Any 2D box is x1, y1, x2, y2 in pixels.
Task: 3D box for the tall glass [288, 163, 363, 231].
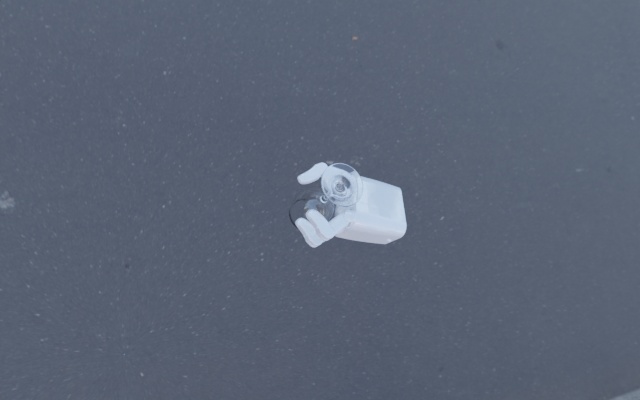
[{"bbox_3d":[0.000,0.003,0.858,0.079,0.079,0.201,0,-17,-22],"label":"tall glass"}]
